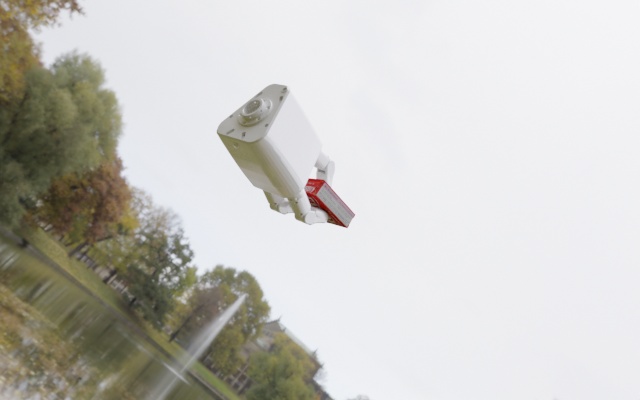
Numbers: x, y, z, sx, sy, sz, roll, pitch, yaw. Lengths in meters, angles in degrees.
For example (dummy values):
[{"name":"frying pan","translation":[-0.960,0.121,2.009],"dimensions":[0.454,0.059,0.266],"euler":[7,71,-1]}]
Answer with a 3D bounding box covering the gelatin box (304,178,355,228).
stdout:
[{"name":"gelatin box","translation":[0.001,0.002,0.732],"dimensions":[0.073,0.030,0.089],"euler":[11,-28,51]}]
